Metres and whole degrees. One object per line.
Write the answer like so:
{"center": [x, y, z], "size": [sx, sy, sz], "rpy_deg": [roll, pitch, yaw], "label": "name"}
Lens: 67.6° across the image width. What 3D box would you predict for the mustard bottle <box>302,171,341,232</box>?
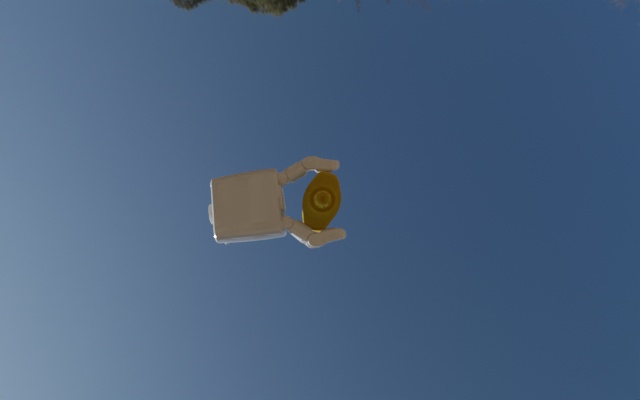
{"center": [0.000, 0.003, 0.773], "size": [0.058, 0.096, 0.191], "rpy_deg": [17, -4, 0], "label": "mustard bottle"}
